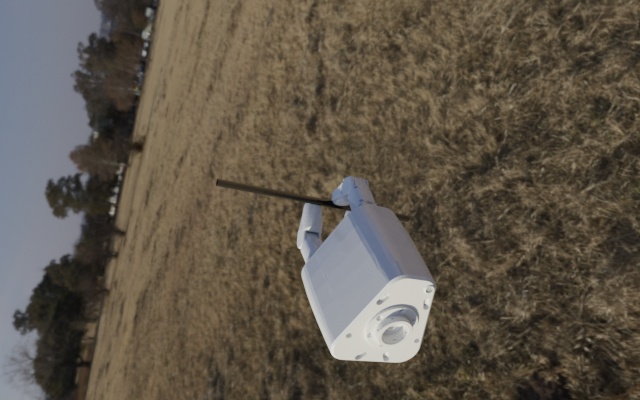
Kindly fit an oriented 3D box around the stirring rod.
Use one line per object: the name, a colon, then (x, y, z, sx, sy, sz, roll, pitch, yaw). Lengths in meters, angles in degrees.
stirring rod: (0.000, 0.002, 0.549, 0.239, 0.011, 0.011, 11, -4, -23)
